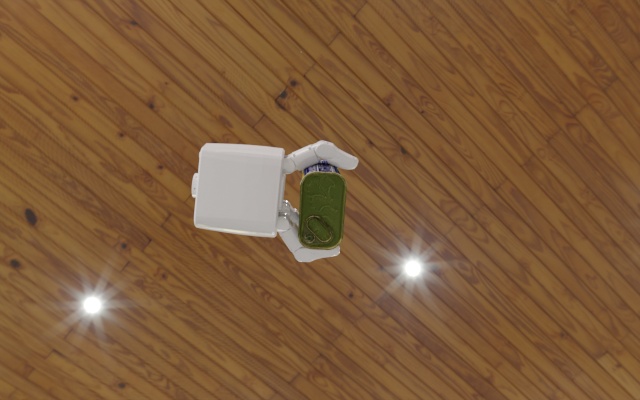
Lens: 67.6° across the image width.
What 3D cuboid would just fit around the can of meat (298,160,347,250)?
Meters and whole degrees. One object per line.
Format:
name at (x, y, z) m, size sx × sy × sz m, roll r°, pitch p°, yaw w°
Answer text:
can of meat at (0.000, 0.002, 0.629) m, size 0.057 × 0.102 × 0.084 m, roll 2°, pitch 17°, yaw -4°
